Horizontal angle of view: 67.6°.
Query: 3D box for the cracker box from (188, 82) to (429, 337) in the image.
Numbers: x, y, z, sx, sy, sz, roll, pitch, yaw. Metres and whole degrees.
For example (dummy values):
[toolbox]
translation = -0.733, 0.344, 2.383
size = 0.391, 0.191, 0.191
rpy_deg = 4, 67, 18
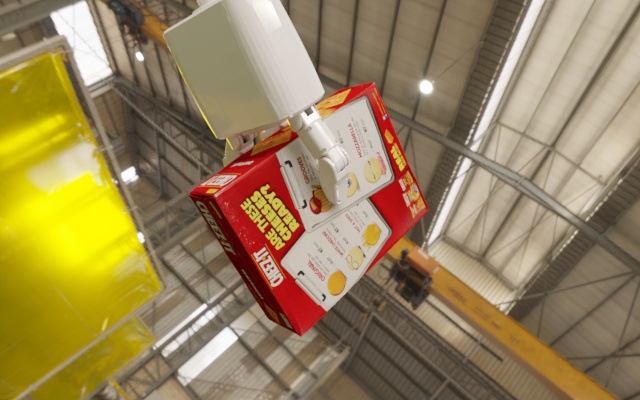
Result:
[cracker box]
translation = 0.000, 0.002, 0.494
size = 0.213, 0.164, 0.072
rpy_deg = -39, 24, -28
